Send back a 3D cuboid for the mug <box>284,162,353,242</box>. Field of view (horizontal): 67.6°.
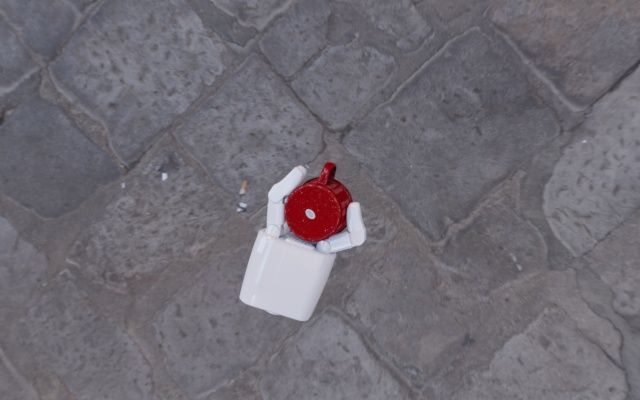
[{"bbox_3d":[0.001,0.001,0.683,0.093,0.117,0.081,19,9,9],"label":"mug"}]
